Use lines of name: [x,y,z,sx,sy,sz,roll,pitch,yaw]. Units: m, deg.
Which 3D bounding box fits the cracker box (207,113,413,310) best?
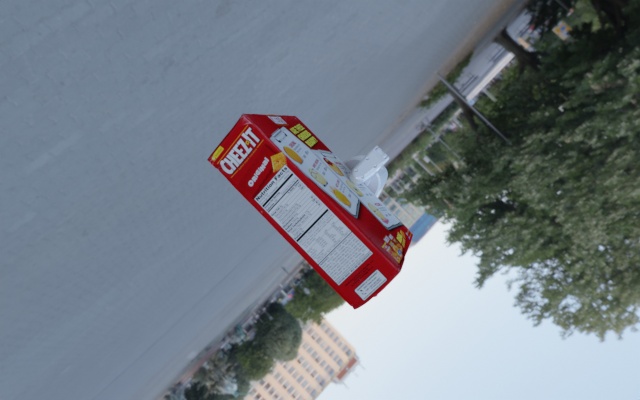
cracker box: [0.000,0.002,0.531,0.072,0.213,0.164,-47,-5,17]
